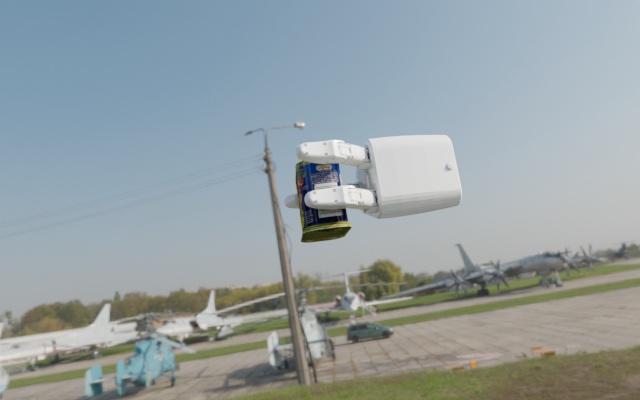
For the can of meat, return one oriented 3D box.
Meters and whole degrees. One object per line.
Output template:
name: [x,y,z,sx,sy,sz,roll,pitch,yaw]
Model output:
can of meat: [0.000,0.002,0.584,0.057,0.084,0.102,-7,-12,-5]
